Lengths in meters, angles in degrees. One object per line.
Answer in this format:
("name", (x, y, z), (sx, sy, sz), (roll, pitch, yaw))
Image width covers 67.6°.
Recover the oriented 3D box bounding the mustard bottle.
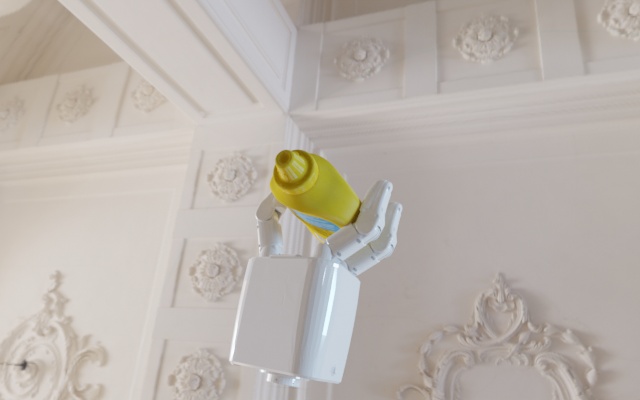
("mustard bottle", (0.000, 0.001, 0.490), (0.096, 0.058, 0.192), (28, -10, 29))
